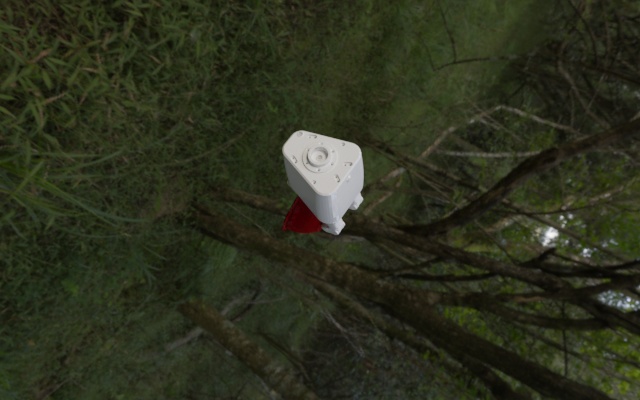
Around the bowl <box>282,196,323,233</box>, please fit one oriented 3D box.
[{"bbox_3d":[0.001,0.003,0.855,0.055,0.162,0.162,35,5,7],"label":"bowl"}]
